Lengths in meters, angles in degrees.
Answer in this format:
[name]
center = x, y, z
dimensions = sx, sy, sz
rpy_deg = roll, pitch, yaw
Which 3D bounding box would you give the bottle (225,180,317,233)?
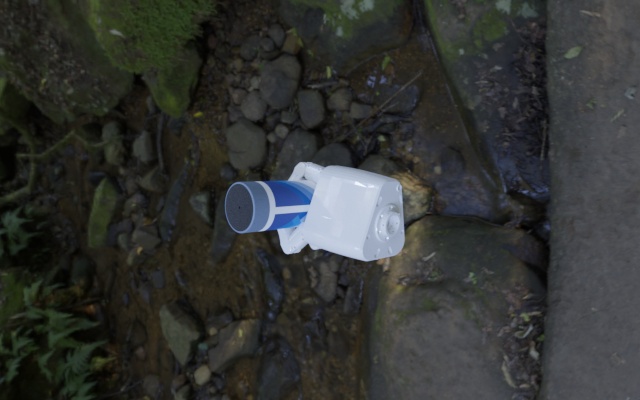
[bottle]
center = 0.000, 0.002, 0.717
dimensions = 0.296, 0.069, 0.069
rpy_deg = -4, 3, -44
